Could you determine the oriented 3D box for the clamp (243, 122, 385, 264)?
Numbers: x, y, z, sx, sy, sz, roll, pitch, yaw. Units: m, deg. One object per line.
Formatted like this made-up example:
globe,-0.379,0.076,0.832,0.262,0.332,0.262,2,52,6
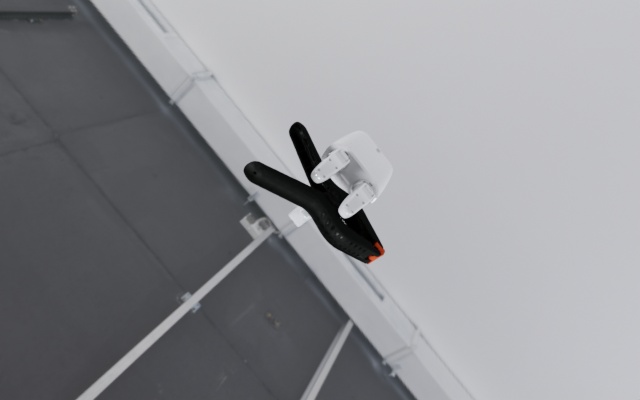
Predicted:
clamp,0.000,0.003,0.600,0.036,0.210,0.164,-37,3,31
